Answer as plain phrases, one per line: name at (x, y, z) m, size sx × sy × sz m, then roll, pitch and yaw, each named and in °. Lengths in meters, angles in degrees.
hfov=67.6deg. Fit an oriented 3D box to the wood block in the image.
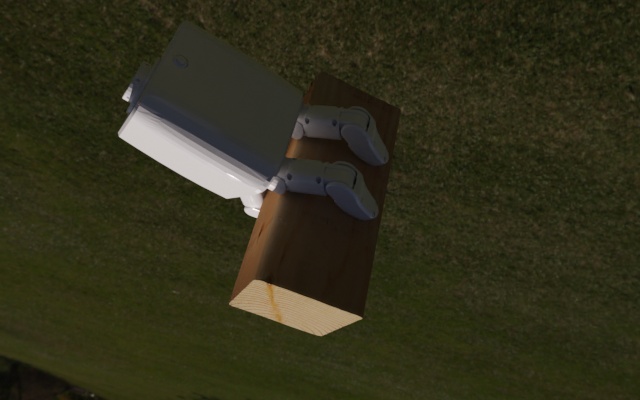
wood block at (0.000, 0.001, 0.429) m, size 0.090 × 0.206 × 0.091 m, roll 23°, pitch -30°, yaw -13°
